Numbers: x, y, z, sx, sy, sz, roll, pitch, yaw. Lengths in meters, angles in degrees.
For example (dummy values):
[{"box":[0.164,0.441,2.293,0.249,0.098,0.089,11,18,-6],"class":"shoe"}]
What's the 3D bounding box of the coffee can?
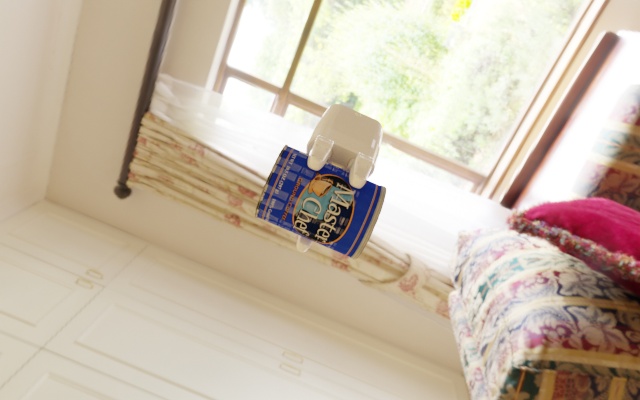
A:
[{"box":[0.000,0.002,0.615,0.140,0.103,0.103,23,-1,-1],"class":"coffee can"}]
